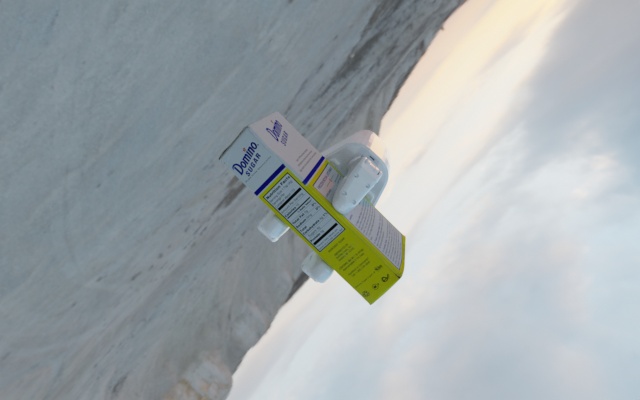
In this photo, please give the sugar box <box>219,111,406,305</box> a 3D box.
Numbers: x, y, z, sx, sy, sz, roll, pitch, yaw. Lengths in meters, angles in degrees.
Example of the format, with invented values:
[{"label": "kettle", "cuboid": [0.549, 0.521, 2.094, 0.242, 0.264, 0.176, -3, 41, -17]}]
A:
[{"label": "sugar box", "cuboid": [0.000, 0.002, 0.424, 0.176, 0.048, 0.093, 42, 20, -4]}]
